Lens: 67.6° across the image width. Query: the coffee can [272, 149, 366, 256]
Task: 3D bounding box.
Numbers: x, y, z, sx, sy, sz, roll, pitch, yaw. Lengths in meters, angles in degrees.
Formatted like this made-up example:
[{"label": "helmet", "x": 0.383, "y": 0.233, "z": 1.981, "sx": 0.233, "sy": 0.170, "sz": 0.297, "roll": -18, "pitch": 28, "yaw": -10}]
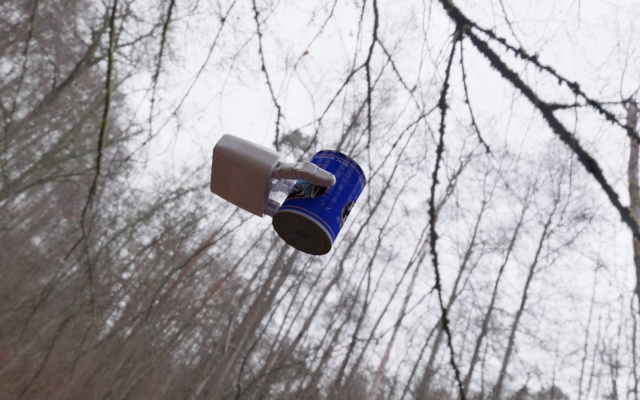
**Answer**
[{"label": "coffee can", "x": 0.000, "y": 0.003, "z": 0.766, "sx": 0.103, "sy": 0.140, "sz": 0.103, "roll": 21, "pitch": -34, "yaw": 15}]
